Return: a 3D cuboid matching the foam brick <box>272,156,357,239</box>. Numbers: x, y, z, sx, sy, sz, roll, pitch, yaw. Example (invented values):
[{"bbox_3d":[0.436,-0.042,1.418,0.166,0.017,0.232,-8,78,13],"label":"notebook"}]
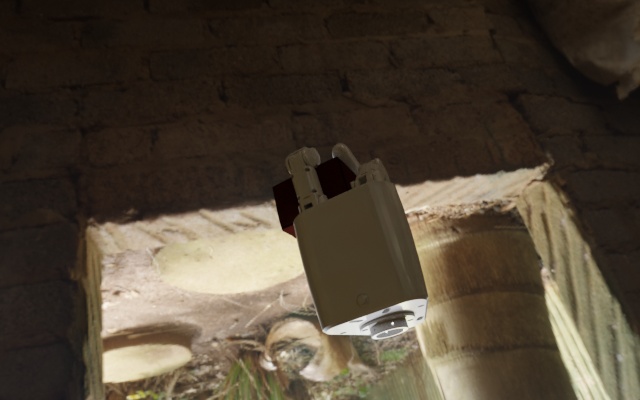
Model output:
[{"bbox_3d":[0.000,0.002,0.478,0.078,0.051,0.053,-24,-29,18],"label":"foam brick"}]
